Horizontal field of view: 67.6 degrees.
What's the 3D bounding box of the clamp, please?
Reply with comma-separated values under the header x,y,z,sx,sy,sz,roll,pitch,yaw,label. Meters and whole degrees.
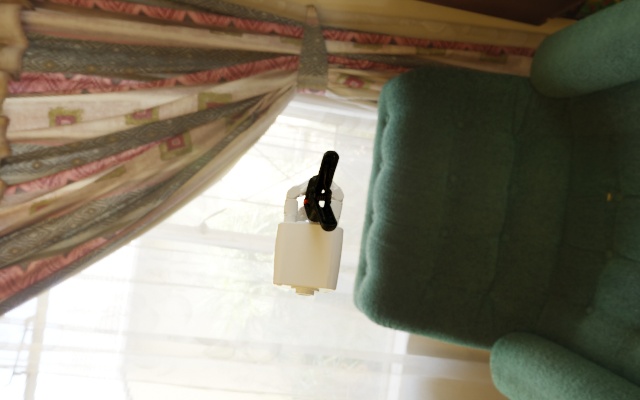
x,y,z,sx,sy,sz,roll,pitch,yaw,label
-0.001,0.002,0.763,0.039,0.120,0.171,9,-17,-8,clamp
